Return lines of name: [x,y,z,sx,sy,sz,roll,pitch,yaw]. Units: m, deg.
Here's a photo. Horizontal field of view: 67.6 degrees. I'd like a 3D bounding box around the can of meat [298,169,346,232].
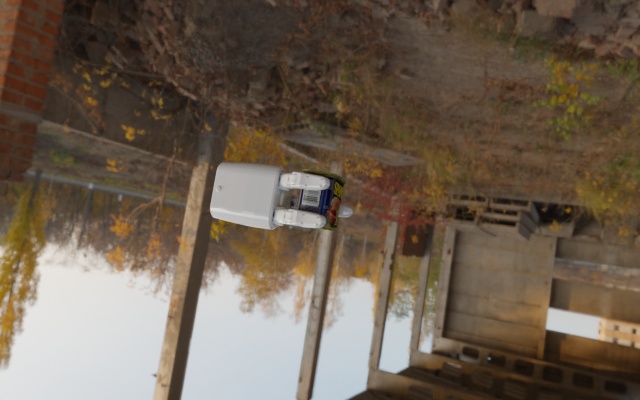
can of meat: [0.000,0.003,0.742,0.057,0.084,0.102,9,-4,13]
